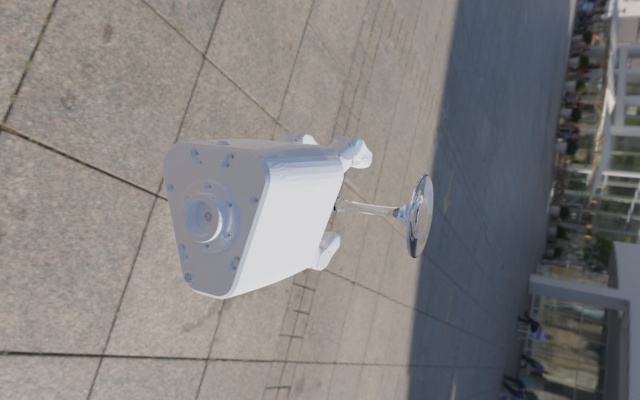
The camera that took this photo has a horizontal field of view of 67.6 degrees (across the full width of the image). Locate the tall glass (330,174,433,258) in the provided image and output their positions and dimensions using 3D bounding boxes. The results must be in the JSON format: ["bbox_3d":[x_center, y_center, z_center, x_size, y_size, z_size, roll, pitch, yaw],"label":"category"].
[{"bbox_3d":[0.001,0.002,0.461,0.201,0.079,0.079,8,4,27],"label":"tall glass"}]
